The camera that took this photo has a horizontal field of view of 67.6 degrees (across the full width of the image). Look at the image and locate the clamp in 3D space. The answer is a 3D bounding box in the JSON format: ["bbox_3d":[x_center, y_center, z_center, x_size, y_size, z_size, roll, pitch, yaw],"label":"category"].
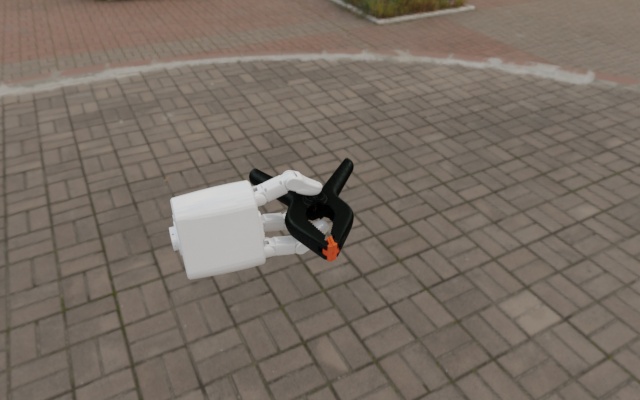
[{"bbox_3d":[0.000,0.002,0.682,0.164,0.036,0.209,-13,39,-16],"label":"clamp"}]
